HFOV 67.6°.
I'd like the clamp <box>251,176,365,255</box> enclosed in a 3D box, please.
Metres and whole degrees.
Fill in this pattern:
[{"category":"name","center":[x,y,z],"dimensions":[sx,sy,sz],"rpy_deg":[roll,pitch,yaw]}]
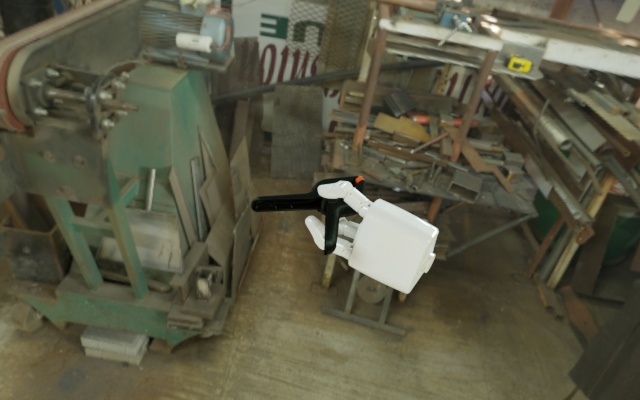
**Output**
[{"category":"clamp","center":[0.001,0.002,0.799],"dimensions":[0.164,0.036,0.210],"rpy_deg":[25,37,22]}]
